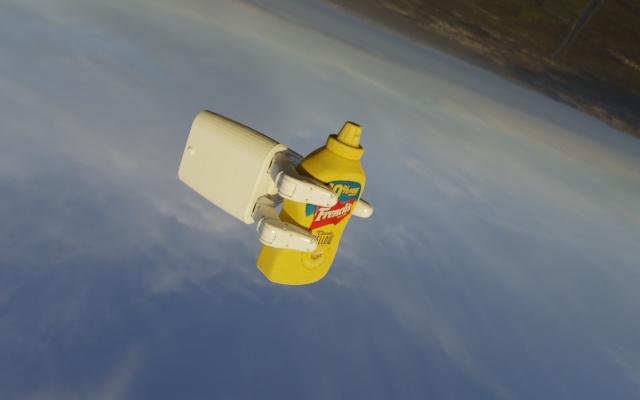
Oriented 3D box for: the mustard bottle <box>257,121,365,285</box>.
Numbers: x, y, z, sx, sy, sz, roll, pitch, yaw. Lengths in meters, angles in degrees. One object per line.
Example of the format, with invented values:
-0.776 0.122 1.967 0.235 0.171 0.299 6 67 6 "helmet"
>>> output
0.000 0.002 0.538 0.096 0.192 0.058 3 27 -44 "mustard bottle"
